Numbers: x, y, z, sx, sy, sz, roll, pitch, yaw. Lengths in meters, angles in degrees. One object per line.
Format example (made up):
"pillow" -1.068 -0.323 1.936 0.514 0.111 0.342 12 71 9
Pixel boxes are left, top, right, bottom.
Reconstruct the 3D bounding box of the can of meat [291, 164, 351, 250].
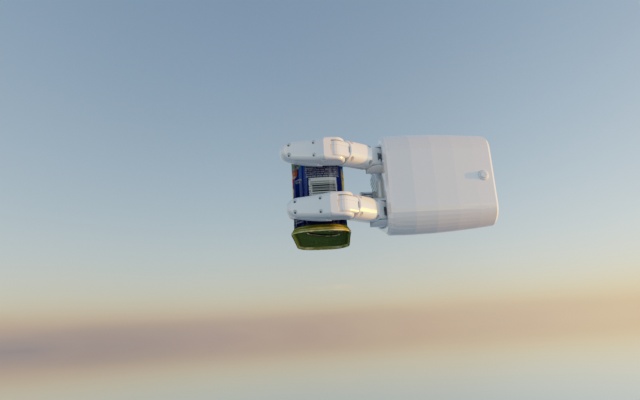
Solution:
"can of meat" 0.000 0.001 0.495 0.057 0.084 0.102 -3 -15 2
